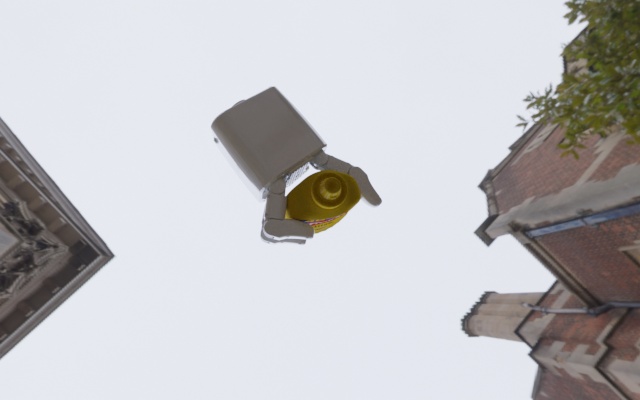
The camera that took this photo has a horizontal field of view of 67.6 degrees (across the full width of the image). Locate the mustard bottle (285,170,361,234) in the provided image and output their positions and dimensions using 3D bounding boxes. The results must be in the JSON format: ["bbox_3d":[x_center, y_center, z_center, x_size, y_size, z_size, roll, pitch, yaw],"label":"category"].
[{"bbox_3d":[0.000,0.002,0.606,0.096,0.058,0.192,-13,-10,-10],"label":"mustard bottle"}]
